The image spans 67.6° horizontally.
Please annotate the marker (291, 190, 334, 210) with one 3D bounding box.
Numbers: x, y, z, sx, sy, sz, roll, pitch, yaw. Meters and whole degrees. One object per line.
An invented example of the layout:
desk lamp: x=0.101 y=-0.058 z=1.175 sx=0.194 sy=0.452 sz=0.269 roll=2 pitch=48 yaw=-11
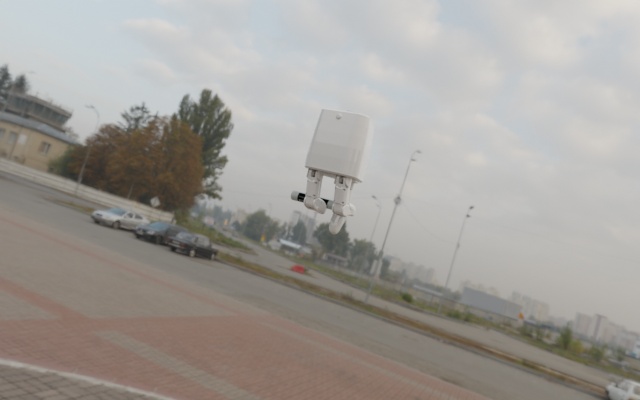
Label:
marker: x=0.000 y=0.003 z=0.874 sx=0.121 sy=0.020 sz=0.020 roll=14 pitch=7 yaw=28
